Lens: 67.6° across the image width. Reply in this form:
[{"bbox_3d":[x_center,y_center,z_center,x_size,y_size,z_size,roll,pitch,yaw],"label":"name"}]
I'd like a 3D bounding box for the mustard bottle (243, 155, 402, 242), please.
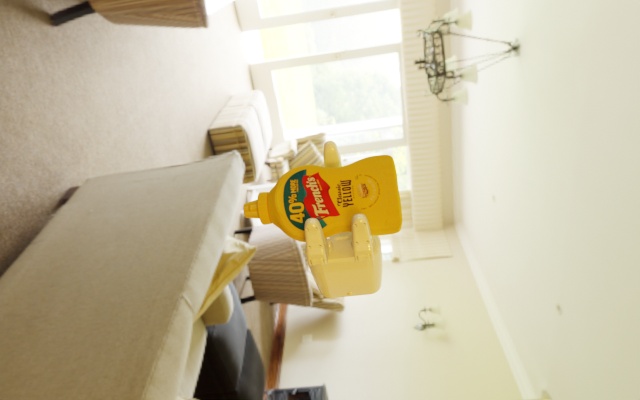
[{"bbox_3d":[0.000,0.002,0.589,0.191,0.096,0.058,-7,-16,6],"label":"mustard bottle"}]
